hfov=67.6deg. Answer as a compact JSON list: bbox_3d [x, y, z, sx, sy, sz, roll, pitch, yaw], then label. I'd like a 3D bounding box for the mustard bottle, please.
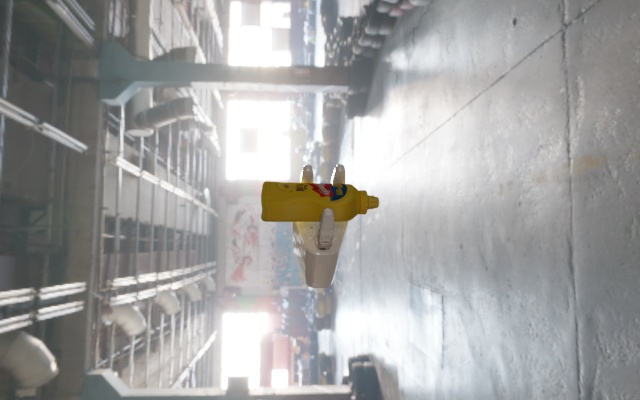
[{"bbox_3d":[0.000,0.002,0.780,0.191,0.058,0.096,1,20,-5],"label":"mustard bottle"}]
